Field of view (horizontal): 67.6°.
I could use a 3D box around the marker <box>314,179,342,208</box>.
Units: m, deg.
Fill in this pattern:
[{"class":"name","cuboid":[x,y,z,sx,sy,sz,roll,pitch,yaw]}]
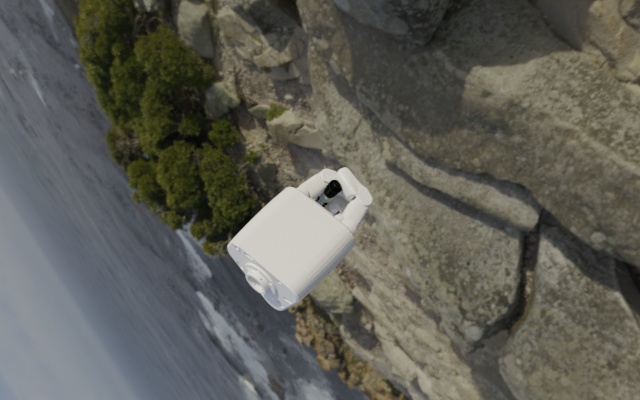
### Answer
[{"class":"marker","cuboid":[0.000,0.002,0.654,0.020,0.020,0.121,0,-22,-22]}]
